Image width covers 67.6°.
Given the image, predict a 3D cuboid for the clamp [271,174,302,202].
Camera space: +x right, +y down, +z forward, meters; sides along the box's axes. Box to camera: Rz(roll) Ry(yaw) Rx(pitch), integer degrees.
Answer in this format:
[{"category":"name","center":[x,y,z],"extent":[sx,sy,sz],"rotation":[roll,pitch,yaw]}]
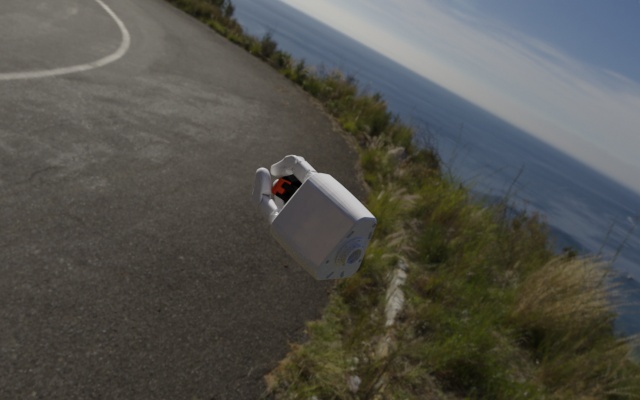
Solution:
[{"category":"clamp","center":[0.000,0.002,0.758],"extent":[0.171,0.039,0.120],"rotation":[6,30,-49]}]
